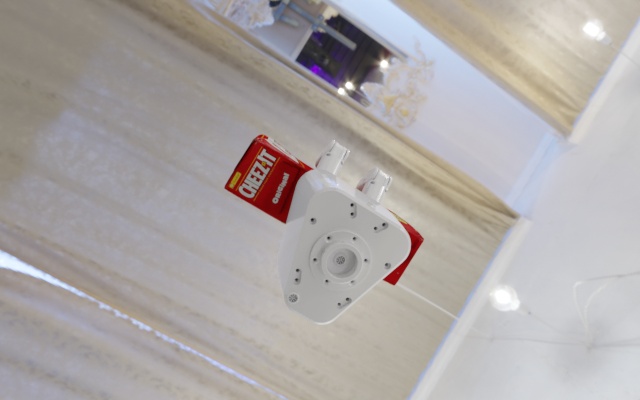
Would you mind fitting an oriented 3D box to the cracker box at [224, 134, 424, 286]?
[{"bbox_3d":[0.000,0.002,0.577,0.214,0.072,0.164,31,4,-10],"label":"cracker box"}]
